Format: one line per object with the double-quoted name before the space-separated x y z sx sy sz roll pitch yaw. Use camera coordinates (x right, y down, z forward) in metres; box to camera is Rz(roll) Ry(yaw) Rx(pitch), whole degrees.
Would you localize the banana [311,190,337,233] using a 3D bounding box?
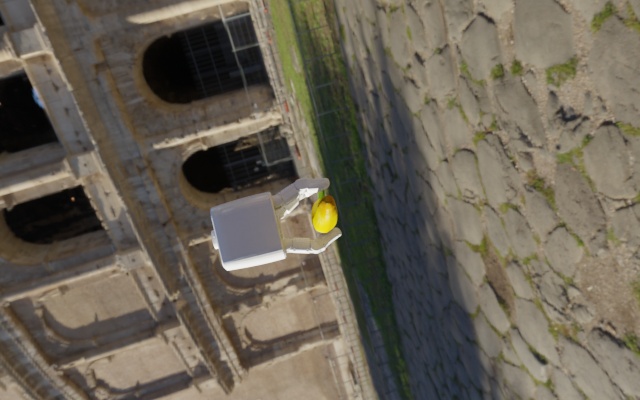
"banana" 0.003 0.021 0.793 0.037 0.069 0.198 -10 5 -4
